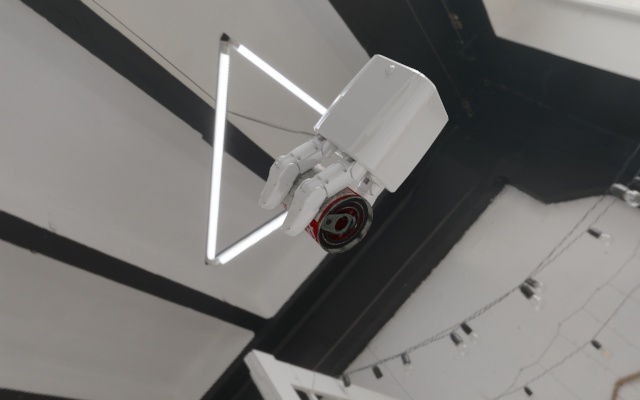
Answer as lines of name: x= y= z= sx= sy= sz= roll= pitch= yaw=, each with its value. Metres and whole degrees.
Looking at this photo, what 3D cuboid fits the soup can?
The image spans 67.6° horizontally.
soup can: x=0.000 y=0.002 z=0.525 sx=0.068 sy=0.068 sz=0.102 roll=0 pitch=29 yaw=-37
